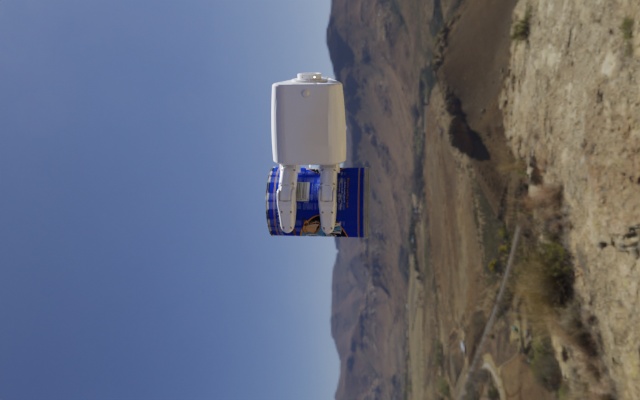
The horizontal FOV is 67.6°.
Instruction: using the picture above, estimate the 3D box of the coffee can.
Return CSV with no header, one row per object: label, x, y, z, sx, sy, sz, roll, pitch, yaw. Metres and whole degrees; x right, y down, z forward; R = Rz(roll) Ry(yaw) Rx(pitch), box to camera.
coffee can,0.000,0.002,0.693,0.140,0.103,0.103,1,0,6
